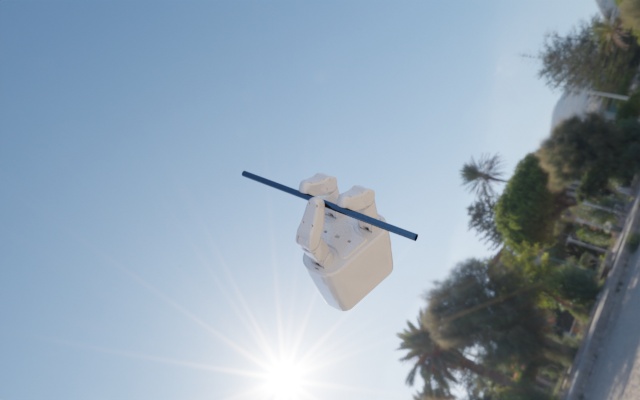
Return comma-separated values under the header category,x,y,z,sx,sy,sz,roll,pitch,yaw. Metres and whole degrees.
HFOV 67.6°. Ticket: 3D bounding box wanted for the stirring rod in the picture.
category,x,y,z,sx,sy,sz,roll,pitch,yaw
stirring rod,0.000,0.002,0.545,0.239,0.011,0.011,20,11,30
